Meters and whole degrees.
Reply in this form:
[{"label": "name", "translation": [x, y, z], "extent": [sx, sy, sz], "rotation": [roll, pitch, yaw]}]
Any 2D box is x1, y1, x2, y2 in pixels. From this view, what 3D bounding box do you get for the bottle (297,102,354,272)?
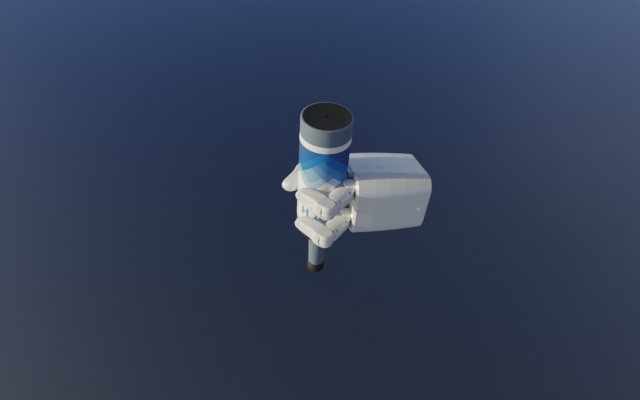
[{"label": "bottle", "translation": [0.000, 0.002, 0.690], "extent": [0.069, 0.296, 0.069], "rotation": [2, 44, -2]}]
